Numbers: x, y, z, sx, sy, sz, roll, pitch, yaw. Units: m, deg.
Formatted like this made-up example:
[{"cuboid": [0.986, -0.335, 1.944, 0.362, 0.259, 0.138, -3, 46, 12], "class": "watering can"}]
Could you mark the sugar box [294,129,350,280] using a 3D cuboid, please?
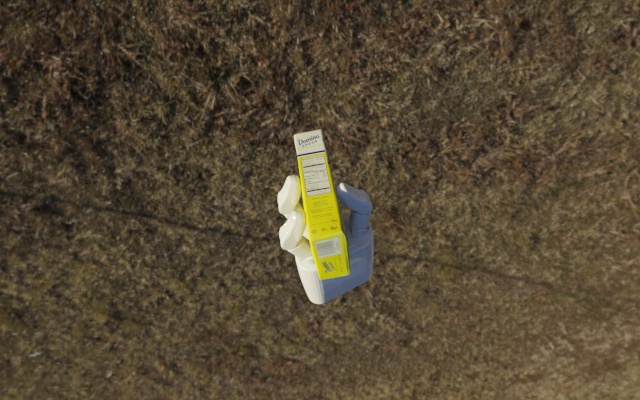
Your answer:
[{"cuboid": [0.000, 0.002, 0.617, 0.048, 0.176, 0.093, -12, -40, -2], "class": "sugar box"}]
